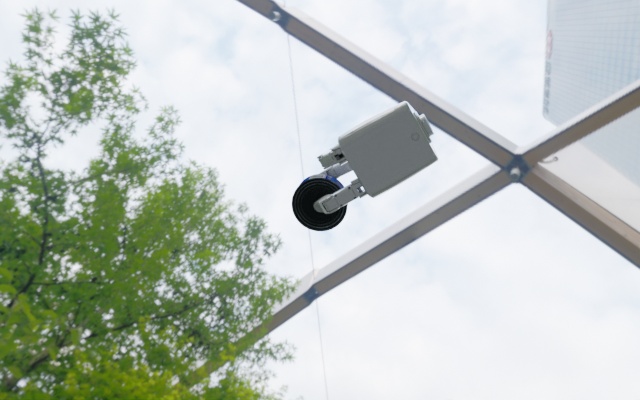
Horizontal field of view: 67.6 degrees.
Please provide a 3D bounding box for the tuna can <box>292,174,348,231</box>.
[{"bbox_3d":[0.000,0.002,0.740,0.086,0.086,0.033,0,17,7],"label":"tuna can"}]
